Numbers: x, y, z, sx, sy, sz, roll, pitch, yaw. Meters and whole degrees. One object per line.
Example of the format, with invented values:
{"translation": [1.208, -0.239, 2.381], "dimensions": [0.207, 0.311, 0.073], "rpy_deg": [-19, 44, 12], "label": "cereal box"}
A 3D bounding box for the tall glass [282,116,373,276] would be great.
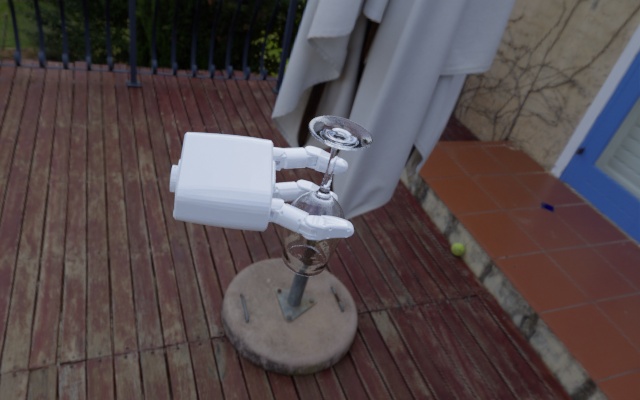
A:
{"translation": [0.000, 0.001, 0.591], "dimensions": [0.079, 0.201, 0.079], "rpy_deg": [10, 35, -7], "label": "tall glass"}
